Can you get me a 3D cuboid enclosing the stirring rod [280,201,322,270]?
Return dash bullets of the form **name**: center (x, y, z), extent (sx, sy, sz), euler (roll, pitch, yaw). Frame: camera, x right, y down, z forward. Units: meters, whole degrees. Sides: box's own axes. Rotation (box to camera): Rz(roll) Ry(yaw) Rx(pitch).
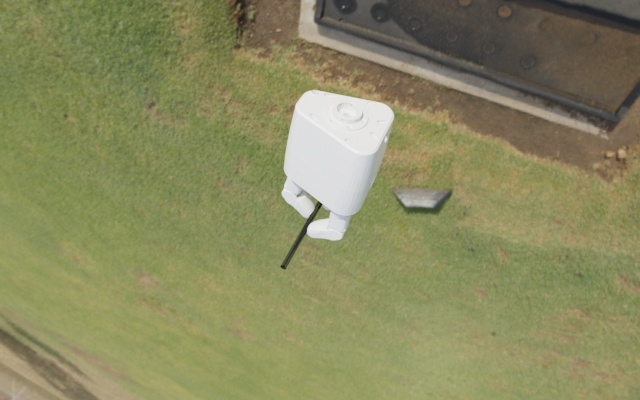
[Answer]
- **stirring rod**: center (0.000, 0.002, 0.674), extent (0.011, 0.011, 0.239), euler (0, 43, 32)
